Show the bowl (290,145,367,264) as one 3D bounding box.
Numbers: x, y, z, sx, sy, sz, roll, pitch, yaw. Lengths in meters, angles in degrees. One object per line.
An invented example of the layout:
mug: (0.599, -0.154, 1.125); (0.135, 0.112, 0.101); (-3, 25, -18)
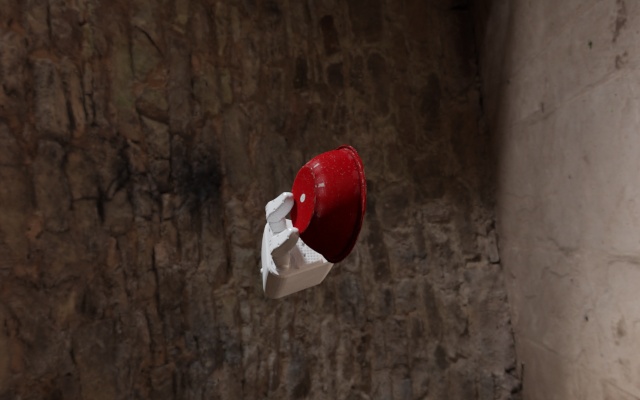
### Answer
bowl: (0.000, 0.001, 0.640); (0.055, 0.162, 0.162); (7, -3, -23)
